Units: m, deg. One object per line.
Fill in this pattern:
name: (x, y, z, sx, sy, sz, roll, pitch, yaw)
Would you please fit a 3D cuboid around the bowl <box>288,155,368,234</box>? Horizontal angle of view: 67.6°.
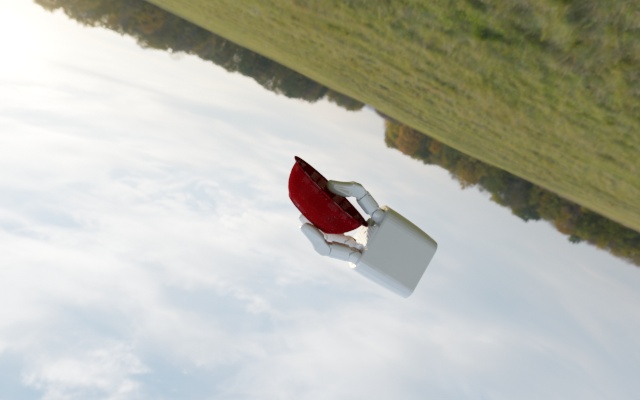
bowl: (-0.001, 0.002, 0.762, 0.162, 0.055, 0.162, 44, 8, -8)
